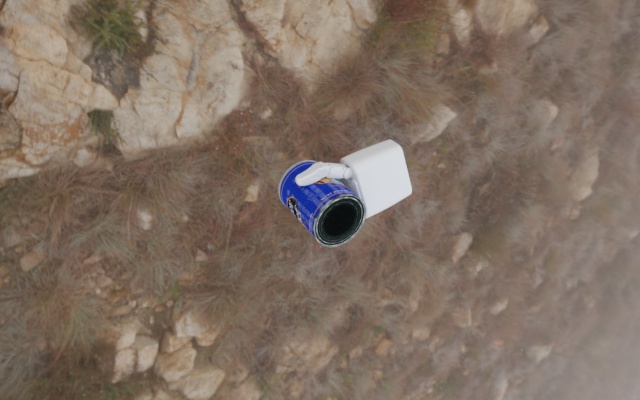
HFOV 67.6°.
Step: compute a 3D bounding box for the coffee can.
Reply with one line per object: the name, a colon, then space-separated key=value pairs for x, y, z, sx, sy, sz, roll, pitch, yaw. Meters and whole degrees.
coffee can: x=0.000 y=0.003 z=0.850 sx=0.103 sy=0.103 sz=0.140 roll=0 pitch=28 yaw=-33
